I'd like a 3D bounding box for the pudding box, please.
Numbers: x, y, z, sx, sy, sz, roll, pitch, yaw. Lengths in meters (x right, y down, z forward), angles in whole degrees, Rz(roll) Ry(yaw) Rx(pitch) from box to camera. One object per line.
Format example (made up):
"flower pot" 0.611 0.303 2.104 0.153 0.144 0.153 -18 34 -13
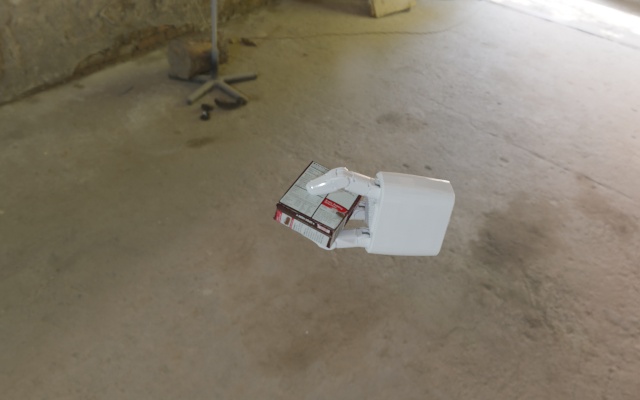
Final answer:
"pudding box" 0.000 0.002 0.669 0.090 0.039 0.113 26 43 11
